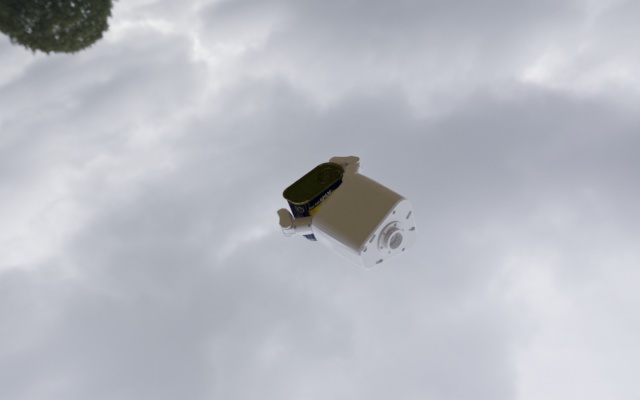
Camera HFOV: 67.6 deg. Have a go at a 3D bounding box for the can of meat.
[{"bbox_3d":[0.000,0.003,0.761,0.102,0.084,0.057,-38,39,-23],"label":"can of meat"}]
